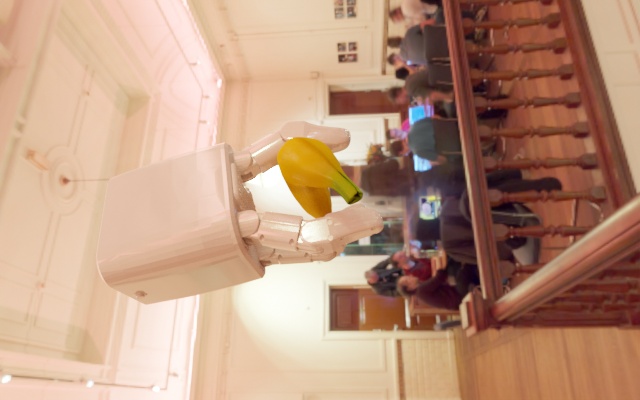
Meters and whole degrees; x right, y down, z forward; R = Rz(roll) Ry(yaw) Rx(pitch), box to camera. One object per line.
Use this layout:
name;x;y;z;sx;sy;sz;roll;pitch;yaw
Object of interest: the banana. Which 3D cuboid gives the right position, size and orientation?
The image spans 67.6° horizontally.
banana;-0.009;-0.015;0.399;0.037;0.069;0.198;-29;-2;-5
